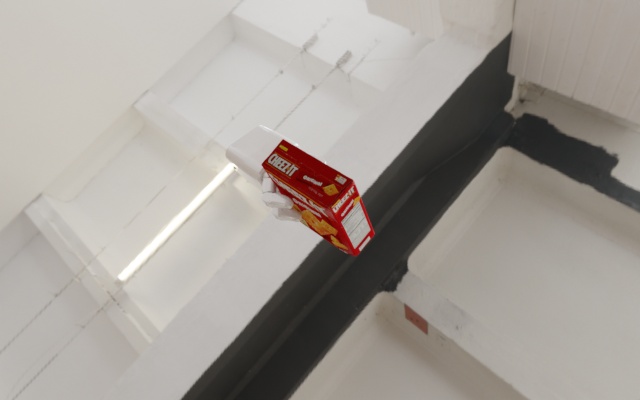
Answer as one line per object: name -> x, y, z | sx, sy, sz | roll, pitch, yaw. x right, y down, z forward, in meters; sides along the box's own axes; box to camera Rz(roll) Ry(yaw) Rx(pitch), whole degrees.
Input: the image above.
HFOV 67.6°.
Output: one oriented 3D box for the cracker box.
cracker box -> 0.000, 0.003, 0.878 | 0.164, 0.072, 0.214 | 32, -15, 29
